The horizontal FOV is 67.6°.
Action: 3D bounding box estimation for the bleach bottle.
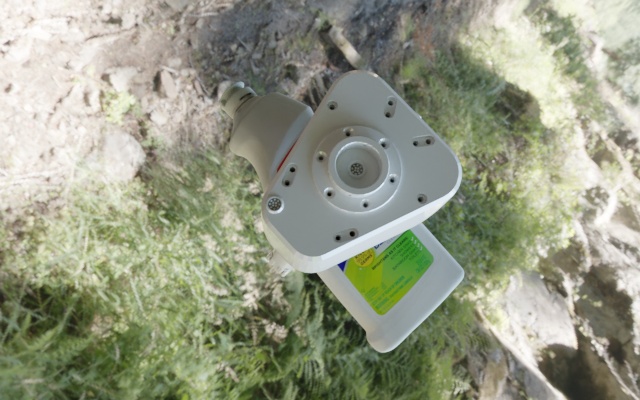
[{"bbox_3d":[0.000,0.001,0.411,0.102,0.251,0.068,-43,-5,-8],"label":"bleach bottle"}]
